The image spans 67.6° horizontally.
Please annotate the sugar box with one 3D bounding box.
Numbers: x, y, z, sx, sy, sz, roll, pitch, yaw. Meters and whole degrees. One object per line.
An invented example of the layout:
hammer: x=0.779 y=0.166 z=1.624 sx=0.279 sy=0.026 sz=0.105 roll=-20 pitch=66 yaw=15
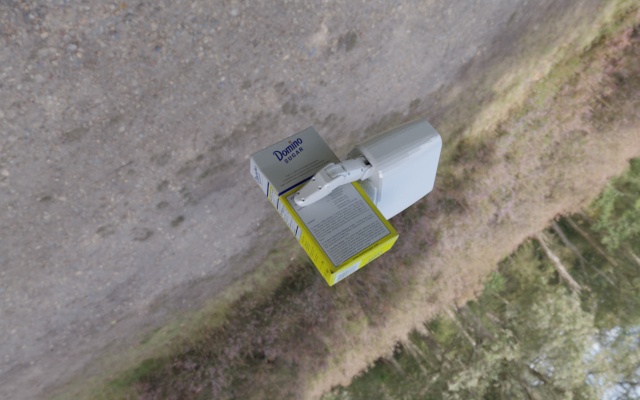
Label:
sugar box: x=0.000 y=0.002 z=0.565 sx=0.093 sy=0.176 sz=0.048 roll=-28 pitch=-23 yaw=-21
